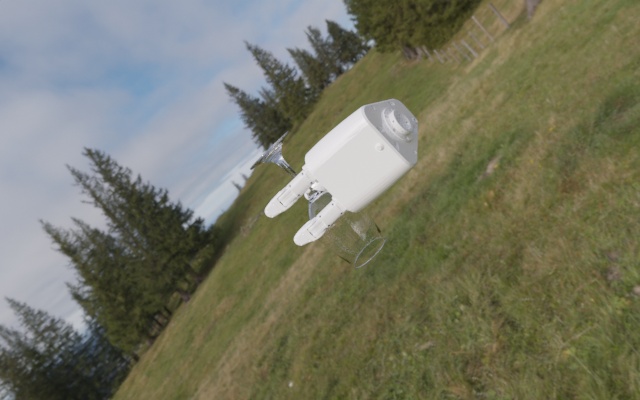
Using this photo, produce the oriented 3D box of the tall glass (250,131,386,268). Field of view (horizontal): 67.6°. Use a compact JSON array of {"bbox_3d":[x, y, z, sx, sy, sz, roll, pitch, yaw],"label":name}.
[{"bbox_3d":[0.000,0.002,0.658,0.079,0.201,0.079,-44,7,6],"label":"tall glass"}]
